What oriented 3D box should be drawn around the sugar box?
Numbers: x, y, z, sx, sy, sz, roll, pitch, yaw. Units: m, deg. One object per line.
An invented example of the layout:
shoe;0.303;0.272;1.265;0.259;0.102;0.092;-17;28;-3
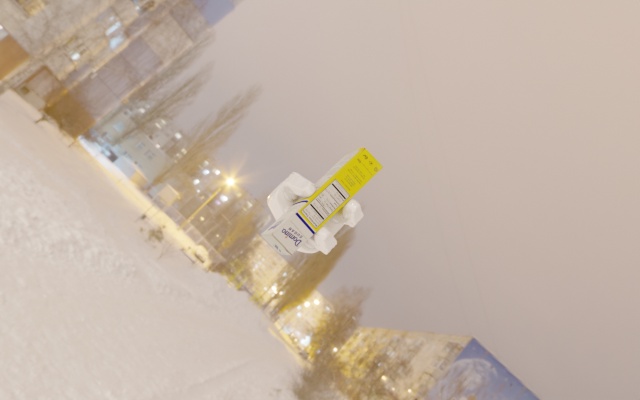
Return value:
sugar box;0.001;0.003;0.667;0.176;0.048;0.093;-46;8;-13
